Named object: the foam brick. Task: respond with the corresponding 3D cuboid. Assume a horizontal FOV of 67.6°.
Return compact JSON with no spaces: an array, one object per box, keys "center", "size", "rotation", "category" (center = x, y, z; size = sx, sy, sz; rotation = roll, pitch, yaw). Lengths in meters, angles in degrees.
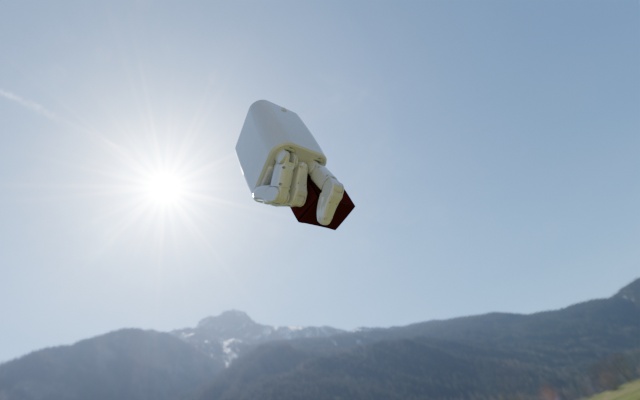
[{"center":[0.000,0.002,0.686],"size":[0.078,0.053,0.051],"rotation":[16,33,-44],"category":"foam brick"}]
